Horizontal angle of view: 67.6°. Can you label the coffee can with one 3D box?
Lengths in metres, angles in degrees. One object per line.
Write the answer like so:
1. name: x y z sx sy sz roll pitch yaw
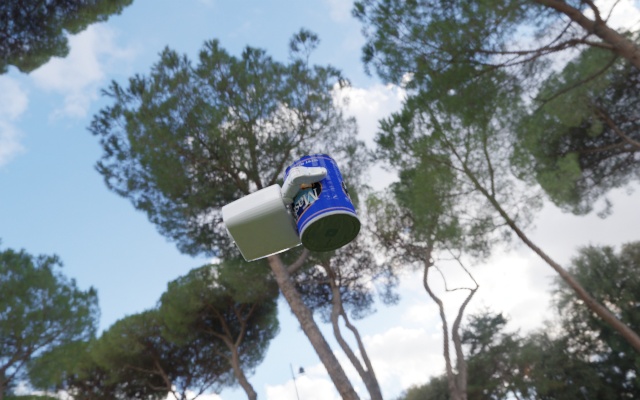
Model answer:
1. coffee can: 0.000 0.003 0.823 0.103 0.140 0.103 -11 -39 -9
